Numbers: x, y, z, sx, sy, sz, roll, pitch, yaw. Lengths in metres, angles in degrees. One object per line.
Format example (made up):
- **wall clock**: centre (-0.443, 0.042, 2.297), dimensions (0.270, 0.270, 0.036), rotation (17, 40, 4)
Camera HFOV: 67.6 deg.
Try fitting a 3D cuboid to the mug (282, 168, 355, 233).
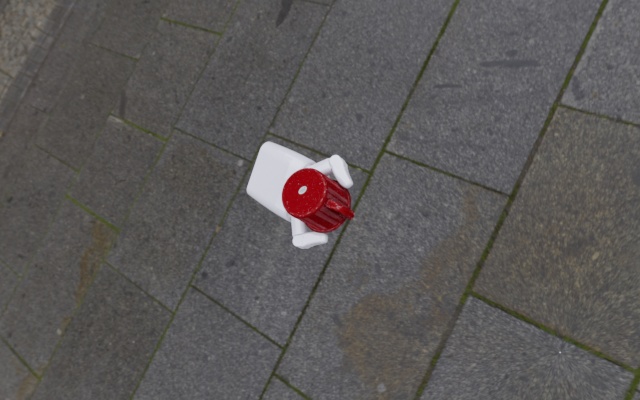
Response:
- **mug**: centre (0.001, 0.003, 0.753), dimensions (0.117, 0.093, 0.081), rotation (26, -3, 32)
